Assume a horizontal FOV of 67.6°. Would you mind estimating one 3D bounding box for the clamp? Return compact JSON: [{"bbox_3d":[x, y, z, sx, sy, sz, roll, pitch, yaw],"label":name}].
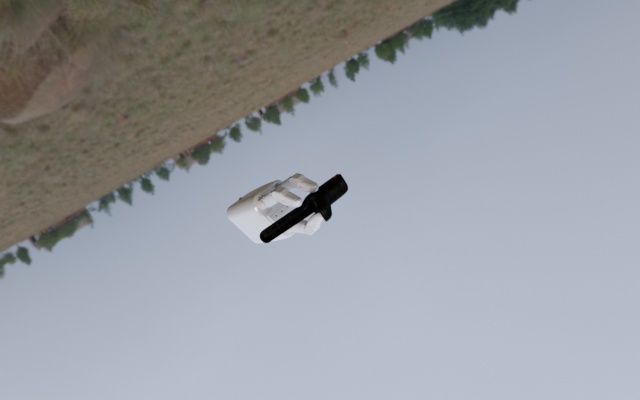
[{"bbox_3d":[0.001,0.003,0.878,0.164,0.036,0.210,-18,17,45],"label":"clamp"}]
